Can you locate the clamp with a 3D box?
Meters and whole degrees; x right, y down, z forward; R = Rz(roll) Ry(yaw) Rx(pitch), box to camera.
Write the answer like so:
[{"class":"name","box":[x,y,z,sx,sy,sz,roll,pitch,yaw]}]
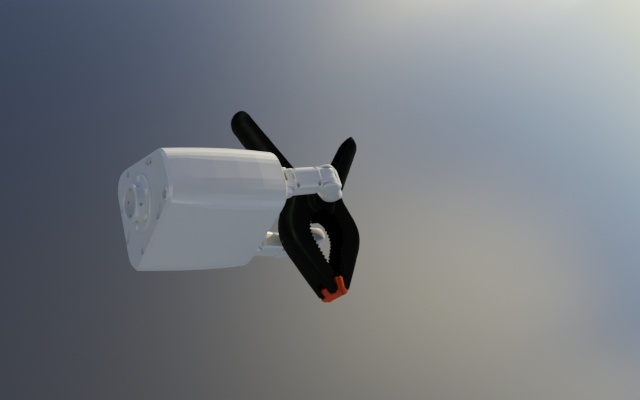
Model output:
[{"class":"clamp","box":[0.001,0.002,0.511,0.164,0.210,0.036,-1,-26,-39]}]
